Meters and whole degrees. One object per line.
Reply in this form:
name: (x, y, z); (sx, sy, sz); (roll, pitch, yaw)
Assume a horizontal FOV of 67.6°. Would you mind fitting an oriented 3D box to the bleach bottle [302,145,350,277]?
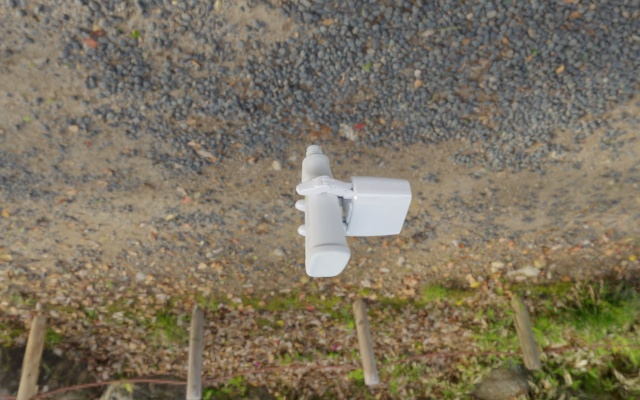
bleach bottle: (0.000, 0.003, 0.855); (0.068, 0.250, 0.103); (1, -32, -12)
